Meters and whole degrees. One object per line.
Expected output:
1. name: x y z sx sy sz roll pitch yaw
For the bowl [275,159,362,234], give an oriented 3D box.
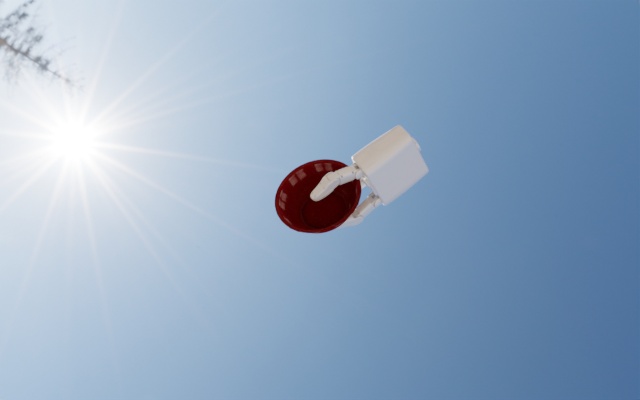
1. bowl: -0.001 0.004 0.881 0.162 0.162 0.055 0 -34 17
